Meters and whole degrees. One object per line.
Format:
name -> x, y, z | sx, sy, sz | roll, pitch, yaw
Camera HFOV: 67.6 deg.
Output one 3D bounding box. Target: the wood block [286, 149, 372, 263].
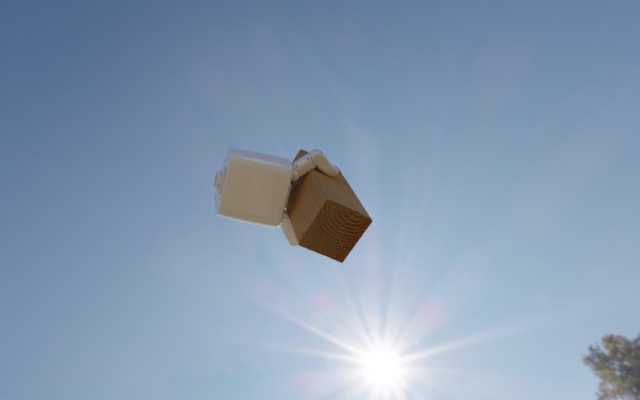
wood block -> 0.000, 0.002, 0.822 | 0.090, 0.091, 0.206 | 25, 19, -25
